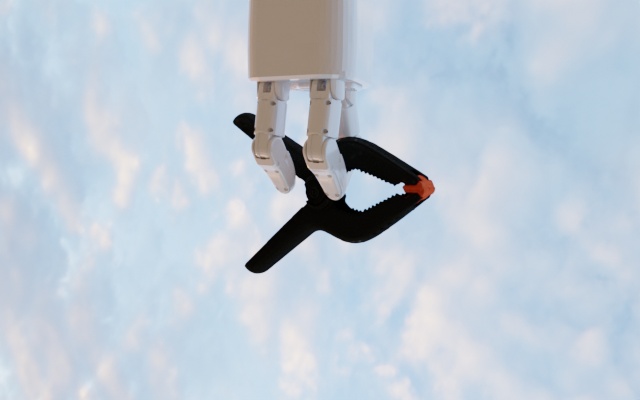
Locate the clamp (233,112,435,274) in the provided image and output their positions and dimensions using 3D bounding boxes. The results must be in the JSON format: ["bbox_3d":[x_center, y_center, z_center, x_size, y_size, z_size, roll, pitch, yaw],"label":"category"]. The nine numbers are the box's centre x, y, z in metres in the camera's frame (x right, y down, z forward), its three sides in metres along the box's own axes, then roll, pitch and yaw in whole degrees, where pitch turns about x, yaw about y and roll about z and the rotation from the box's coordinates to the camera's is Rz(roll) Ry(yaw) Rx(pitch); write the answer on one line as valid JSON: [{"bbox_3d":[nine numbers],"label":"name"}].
[{"bbox_3d":[0.001,0.001,0.446,0.210,0.164,0.036,7,10,32],"label":"clamp"}]
